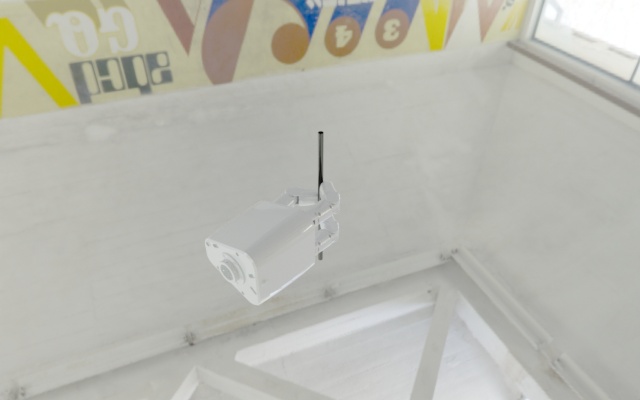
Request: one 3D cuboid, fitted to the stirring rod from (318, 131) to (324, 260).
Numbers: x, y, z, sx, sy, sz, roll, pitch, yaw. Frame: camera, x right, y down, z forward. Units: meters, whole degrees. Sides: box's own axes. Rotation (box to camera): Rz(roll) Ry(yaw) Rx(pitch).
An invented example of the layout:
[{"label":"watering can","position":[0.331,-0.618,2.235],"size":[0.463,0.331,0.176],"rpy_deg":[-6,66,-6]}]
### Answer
[{"label":"stirring rod","position":[0.000,0.002,0.724],"size":[0.011,0.240,0.011],"rpy_deg":[0,38,0]}]
